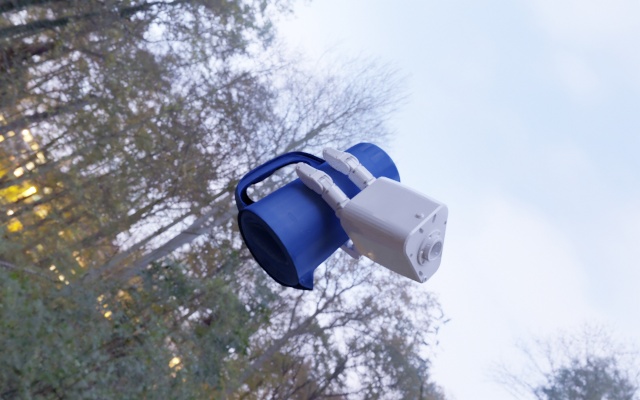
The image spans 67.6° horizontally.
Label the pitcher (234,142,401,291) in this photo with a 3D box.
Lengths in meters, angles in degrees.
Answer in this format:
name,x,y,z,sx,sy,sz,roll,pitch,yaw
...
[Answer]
name,x,y,z,sx,sy,sz,roll,pitch,yaw
pitcher,0.000,0.002,0.718,0.242,0.149,0.145,-36,41,-28
